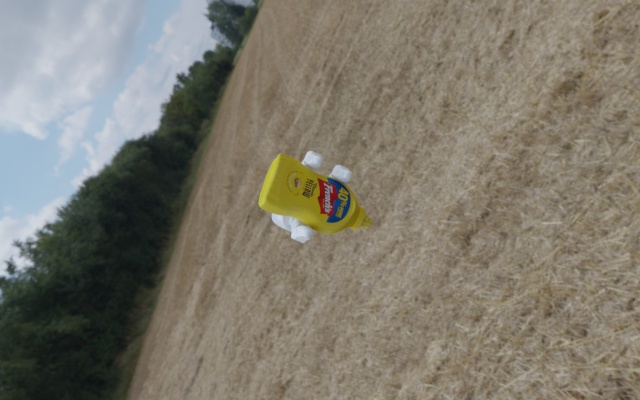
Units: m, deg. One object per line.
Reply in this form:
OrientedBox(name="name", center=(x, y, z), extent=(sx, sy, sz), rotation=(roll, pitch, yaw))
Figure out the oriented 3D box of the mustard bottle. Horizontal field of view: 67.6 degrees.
OrientedBox(name="mustard bottle", center=(0.000, 0.002, 0.789), extent=(0.191, 0.096, 0.058), rotation=(24, -31, -16))
